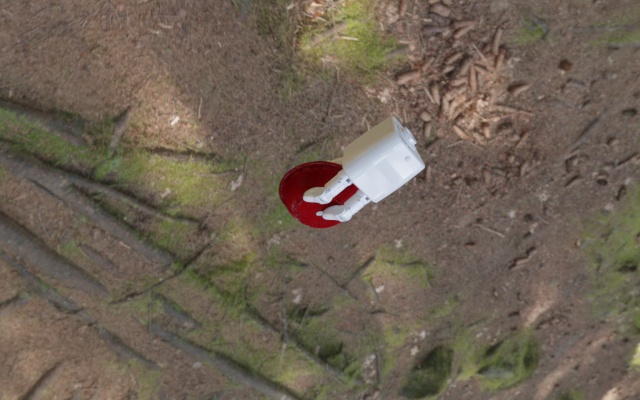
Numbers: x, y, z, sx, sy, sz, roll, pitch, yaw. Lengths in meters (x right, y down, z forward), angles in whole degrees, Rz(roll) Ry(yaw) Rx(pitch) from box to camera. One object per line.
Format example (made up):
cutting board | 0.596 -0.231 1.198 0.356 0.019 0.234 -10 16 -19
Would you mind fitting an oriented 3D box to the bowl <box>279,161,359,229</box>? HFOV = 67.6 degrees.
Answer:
bowl | -0.001 0.004 0.893 0.162 0.055 0.162 1 -42 1
